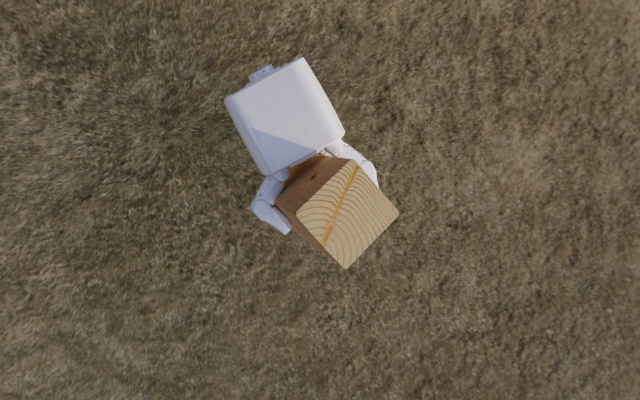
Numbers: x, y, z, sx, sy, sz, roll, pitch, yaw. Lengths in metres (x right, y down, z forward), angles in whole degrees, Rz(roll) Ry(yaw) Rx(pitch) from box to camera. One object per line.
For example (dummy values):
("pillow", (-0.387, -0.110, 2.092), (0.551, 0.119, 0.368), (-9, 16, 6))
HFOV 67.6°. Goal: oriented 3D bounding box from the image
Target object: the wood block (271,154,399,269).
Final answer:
("wood block", (0.000, 0.002, 0.615), (0.091, 0.090, 0.206), (-44, 17, -7))
